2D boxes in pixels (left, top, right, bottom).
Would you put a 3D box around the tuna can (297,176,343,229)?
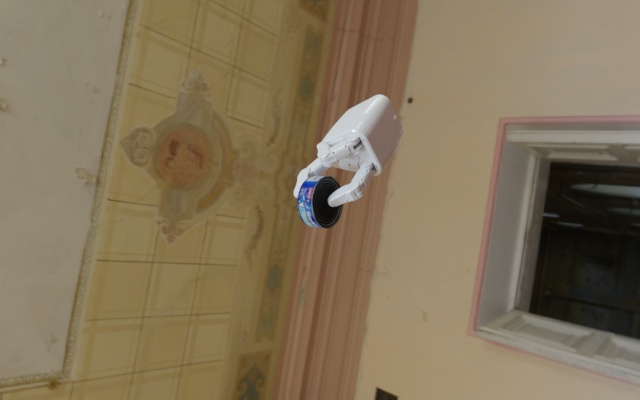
[{"bbox_3d":[0.000,0.003,0.785,0.034,0.086,0.086,2,1,37],"label":"tuna can"}]
